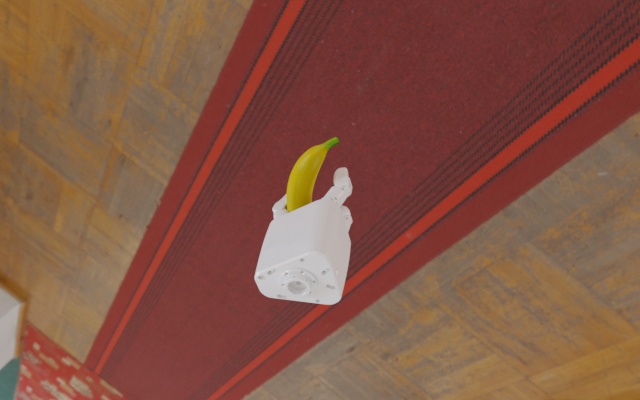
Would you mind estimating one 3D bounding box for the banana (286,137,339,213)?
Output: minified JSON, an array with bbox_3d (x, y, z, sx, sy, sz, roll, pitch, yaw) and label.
[{"bbox_3d":[-0.018,-0.001,0.714,0.069,0.198,0.037,2,33,-12],"label":"banana"}]
